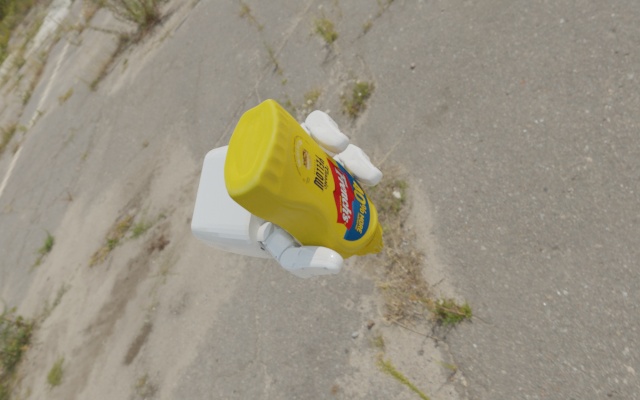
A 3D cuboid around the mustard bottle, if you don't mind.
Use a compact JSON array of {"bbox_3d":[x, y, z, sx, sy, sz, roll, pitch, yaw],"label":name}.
[{"bbox_3d":[0.000,0.001,0.435,0.058,0.096,0.192,-24,-44,29],"label":"mustard bottle"}]
